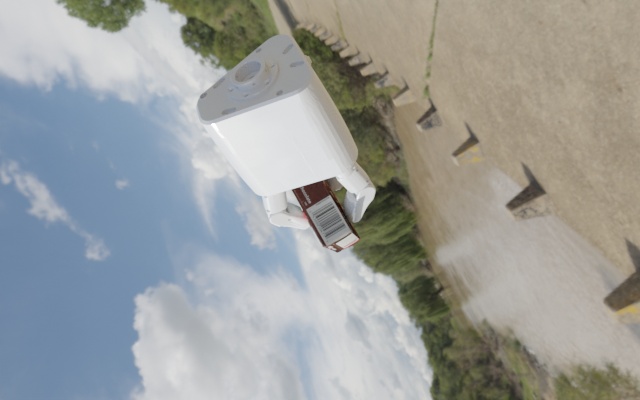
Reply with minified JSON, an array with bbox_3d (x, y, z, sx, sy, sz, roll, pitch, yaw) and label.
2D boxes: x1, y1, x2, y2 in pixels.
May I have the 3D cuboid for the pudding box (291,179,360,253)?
[{"bbox_3d":[0.000,0.002,0.548,0.039,0.113,0.090,-29,-13,5],"label":"pudding box"}]
